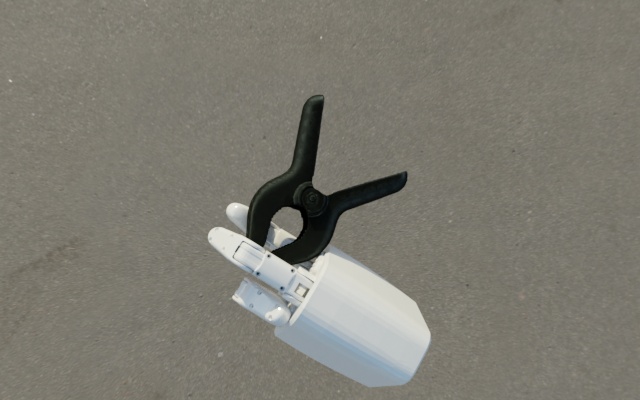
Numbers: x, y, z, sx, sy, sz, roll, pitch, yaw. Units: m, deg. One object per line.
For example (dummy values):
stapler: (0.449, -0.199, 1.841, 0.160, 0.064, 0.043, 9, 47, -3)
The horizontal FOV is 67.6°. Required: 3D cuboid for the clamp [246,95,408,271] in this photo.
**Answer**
clamp: (0.000, 0.001, 0.432, 0.120, 0.171, 0.039, 32, -10, -2)
